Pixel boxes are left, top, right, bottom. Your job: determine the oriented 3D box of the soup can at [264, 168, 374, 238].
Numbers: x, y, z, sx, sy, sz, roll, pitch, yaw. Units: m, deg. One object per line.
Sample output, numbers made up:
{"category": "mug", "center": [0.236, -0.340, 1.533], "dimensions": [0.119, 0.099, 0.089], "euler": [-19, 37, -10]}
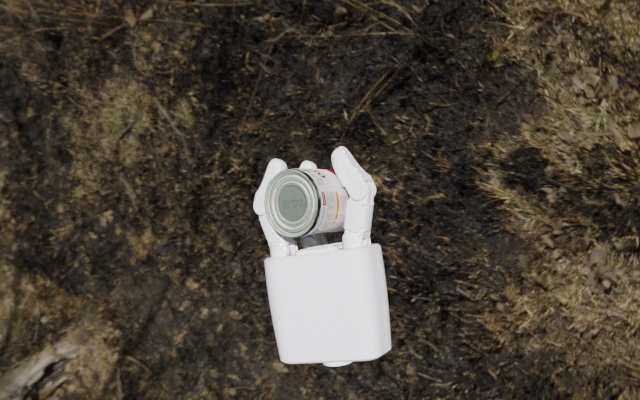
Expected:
{"category": "soup can", "center": [0.000, 0.001, 0.486], "dimensions": [0.068, 0.068, 0.102], "euler": [0, 2, 35]}
